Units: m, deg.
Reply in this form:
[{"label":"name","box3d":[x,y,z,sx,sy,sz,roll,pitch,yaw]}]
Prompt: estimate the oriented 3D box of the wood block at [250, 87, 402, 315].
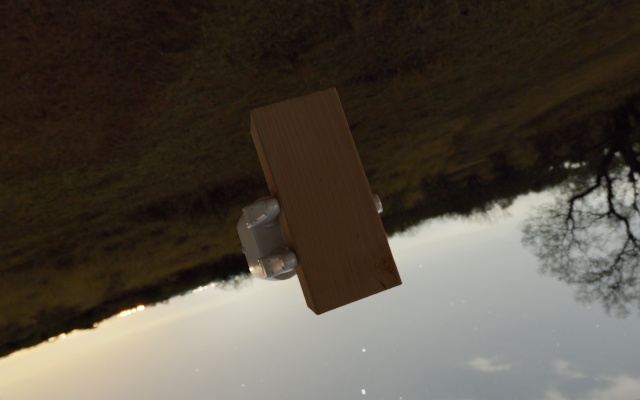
[{"label":"wood block","box3d":[0.000,0.002,0.501,0.091,0.206,0.090,-18,-4,-10]}]
